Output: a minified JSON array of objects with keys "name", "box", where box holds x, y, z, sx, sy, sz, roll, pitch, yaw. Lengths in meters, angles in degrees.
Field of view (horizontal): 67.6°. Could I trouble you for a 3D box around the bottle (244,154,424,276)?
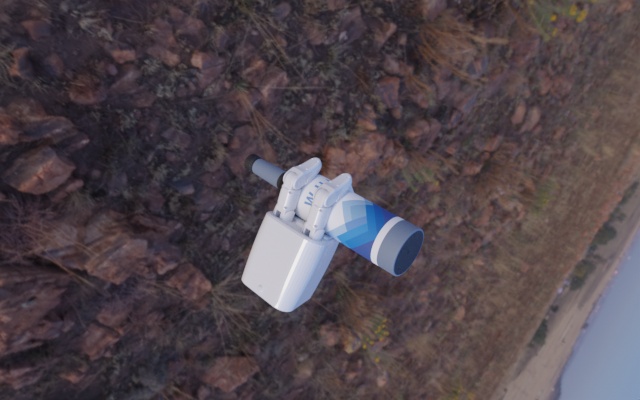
[{"name":"bottle","box":[0.000,0.002,0.663,0.295,0.069,0.069,30,17,32]}]
